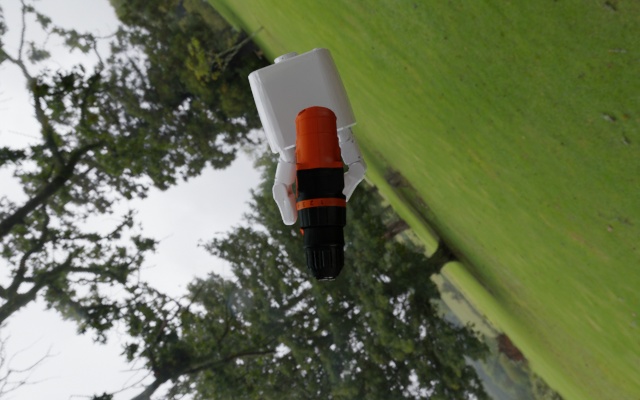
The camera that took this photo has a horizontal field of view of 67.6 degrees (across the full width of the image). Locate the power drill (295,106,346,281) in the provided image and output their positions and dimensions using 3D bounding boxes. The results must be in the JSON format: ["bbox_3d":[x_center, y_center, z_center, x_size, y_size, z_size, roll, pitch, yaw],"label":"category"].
[{"bbox_3d":[0.000,0.002,0.569,0.057,0.184,0.188,-1,-8,-3],"label":"power drill"}]
